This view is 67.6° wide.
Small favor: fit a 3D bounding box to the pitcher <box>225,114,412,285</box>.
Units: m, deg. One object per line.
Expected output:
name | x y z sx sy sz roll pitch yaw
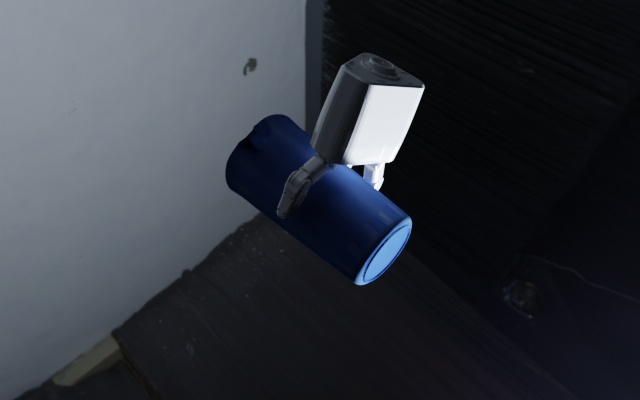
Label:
pitcher | 0.000 0.002 0.649 0.242 0.145 0.149 39 36 24
